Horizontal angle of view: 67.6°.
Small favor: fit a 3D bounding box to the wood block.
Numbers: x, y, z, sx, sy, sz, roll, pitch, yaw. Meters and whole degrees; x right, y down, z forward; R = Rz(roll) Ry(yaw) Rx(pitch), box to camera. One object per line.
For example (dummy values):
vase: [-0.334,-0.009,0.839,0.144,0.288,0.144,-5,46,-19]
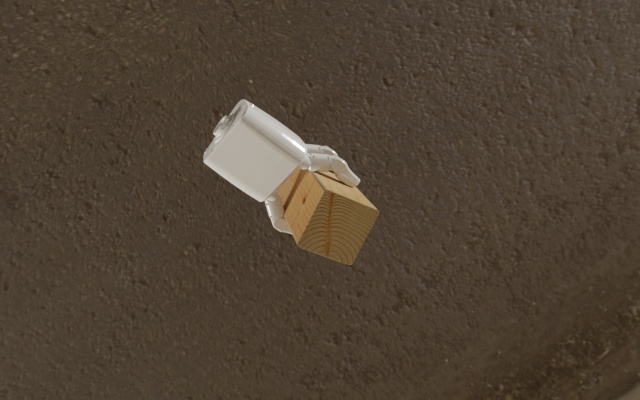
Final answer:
wood block: [0.000,0.003,0.737,0.090,0.091,0.206,22,14,-21]
